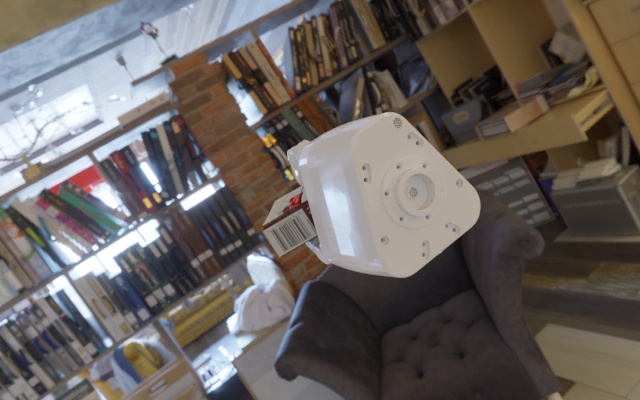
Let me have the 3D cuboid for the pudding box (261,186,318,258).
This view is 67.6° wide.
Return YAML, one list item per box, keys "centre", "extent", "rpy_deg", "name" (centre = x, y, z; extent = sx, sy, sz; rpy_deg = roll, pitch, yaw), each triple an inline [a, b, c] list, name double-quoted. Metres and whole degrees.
- centre: [0.000, 0.001, 0.484]
  extent: [0.113, 0.039, 0.090]
  rpy_deg: [-29, 12, 10]
  name: "pudding box"
